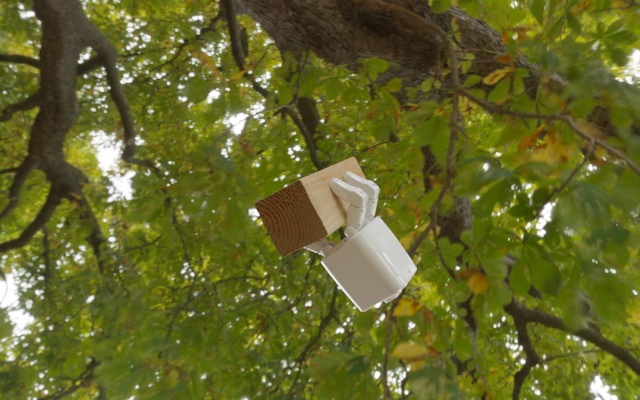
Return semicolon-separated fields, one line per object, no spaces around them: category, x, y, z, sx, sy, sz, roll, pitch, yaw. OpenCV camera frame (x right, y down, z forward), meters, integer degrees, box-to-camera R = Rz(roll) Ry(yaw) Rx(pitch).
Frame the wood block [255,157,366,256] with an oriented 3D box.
wood block;0.000;0.003;0.759;0.091;0.090;0.206;-27;1;28
